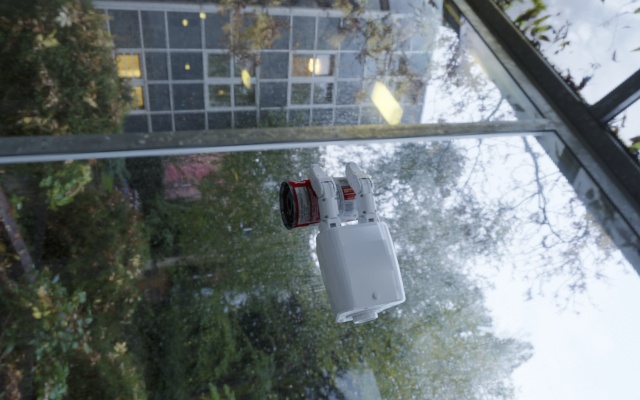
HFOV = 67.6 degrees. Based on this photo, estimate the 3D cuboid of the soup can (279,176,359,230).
[{"bbox_3d":[0.000,0.002,0.673,0.102,0.068,0.068,-6,2,-20],"label":"soup can"}]
